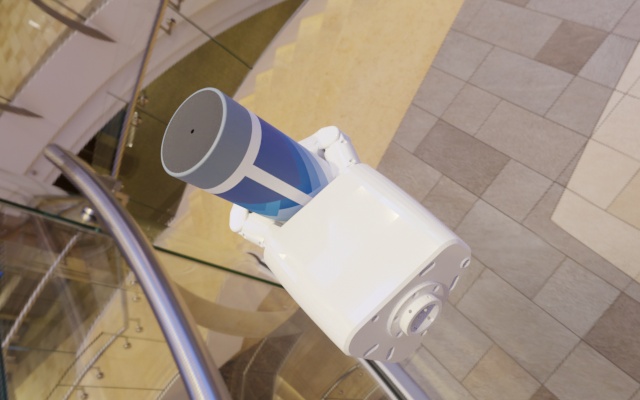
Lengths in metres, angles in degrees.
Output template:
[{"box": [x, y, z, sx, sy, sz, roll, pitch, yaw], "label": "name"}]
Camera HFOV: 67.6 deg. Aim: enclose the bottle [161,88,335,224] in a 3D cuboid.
[{"box": [0.000, 0.001, 0.431, 0.069, 0.069, 0.296, 0, -19, 39], "label": "bottle"}]
